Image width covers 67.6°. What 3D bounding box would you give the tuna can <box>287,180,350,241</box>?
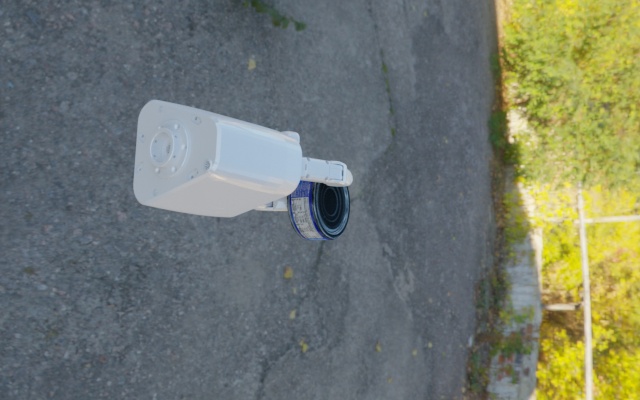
[{"bbox_3d":[0.001,0.002,0.531,0.034,0.086,0.086,-4,-2,30],"label":"tuna can"}]
